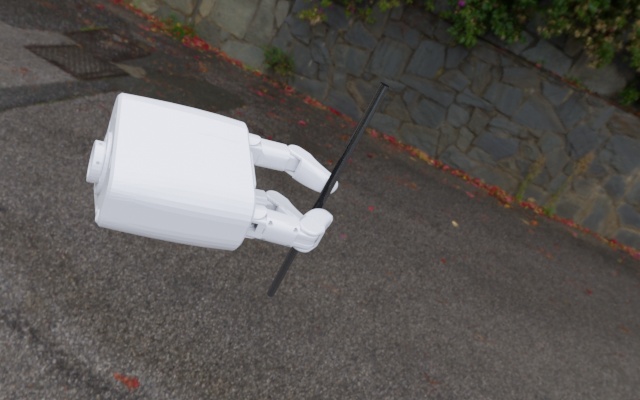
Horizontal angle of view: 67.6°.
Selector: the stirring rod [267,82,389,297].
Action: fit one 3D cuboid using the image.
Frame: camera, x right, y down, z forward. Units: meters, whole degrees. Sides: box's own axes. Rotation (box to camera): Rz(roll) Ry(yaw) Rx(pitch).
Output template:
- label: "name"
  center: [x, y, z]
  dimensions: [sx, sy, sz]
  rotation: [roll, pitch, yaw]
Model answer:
- label: "stirring rod"
  center: [0.000, 0.002, 0.438]
  dimensions: [0.011, 0.240, 0.011]
  rotation: [23, 27, -12]
